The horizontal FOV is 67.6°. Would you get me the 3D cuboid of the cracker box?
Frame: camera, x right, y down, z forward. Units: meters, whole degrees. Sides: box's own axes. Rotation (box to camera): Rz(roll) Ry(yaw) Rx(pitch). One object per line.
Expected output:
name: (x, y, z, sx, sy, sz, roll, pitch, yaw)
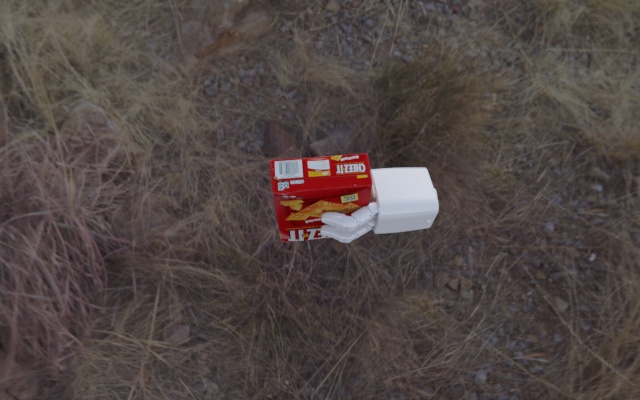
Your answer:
cracker box: (0.000, 0.003, 0.860, 0.164, 0.072, 0.214, -5, -27, -3)
